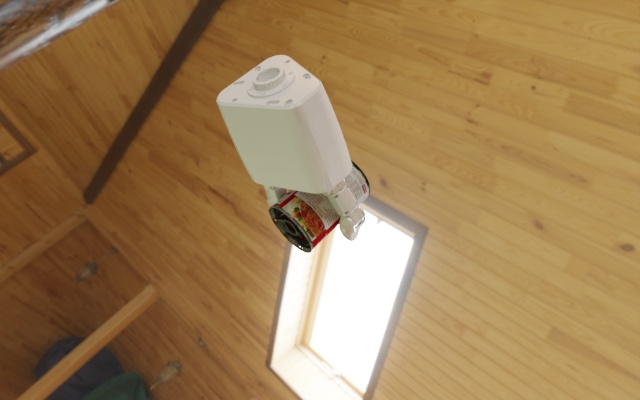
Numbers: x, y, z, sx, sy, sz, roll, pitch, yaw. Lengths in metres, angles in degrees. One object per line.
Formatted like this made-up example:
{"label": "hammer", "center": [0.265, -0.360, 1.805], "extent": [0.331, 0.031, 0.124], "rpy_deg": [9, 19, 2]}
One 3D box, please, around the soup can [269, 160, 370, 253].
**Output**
{"label": "soup can", "center": [0.001, 0.002, 0.551], "extent": [0.102, 0.068, 0.068], "rpy_deg": [-42, 18, -21]}
